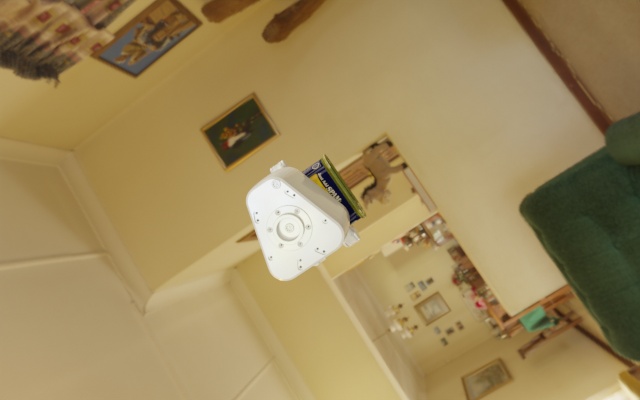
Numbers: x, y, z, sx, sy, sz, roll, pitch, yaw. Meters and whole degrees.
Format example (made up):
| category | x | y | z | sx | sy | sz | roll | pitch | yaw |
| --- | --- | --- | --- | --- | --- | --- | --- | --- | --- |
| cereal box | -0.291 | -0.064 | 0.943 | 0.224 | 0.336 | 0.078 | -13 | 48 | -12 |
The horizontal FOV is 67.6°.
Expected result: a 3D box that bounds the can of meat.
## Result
| category | x | y | z | sx | sy | sz | roll | pitch | yaw |
| --- | --- | --- | --- | --- | --- | --- | --- | --- | --- |
| can of meat | 0.000 | 0.002 | 0.656 | 0.084 | 0.102 | 0.057 | -34 | 8 | 8 |
